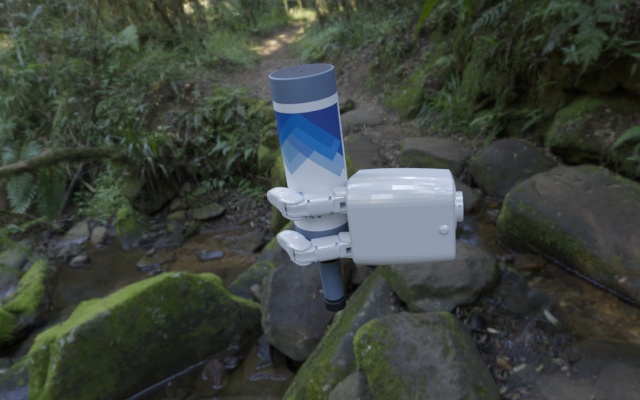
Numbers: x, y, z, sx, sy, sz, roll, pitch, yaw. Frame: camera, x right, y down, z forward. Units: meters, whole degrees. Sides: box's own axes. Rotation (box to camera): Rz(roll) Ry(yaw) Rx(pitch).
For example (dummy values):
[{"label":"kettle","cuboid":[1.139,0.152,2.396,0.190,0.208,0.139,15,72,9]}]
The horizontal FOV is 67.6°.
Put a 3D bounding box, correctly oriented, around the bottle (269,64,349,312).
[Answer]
[{"label":"bottle","cuboid":[0.000,0.002,0.540,0.069,0.296,0.069,-7,26,3]}]
